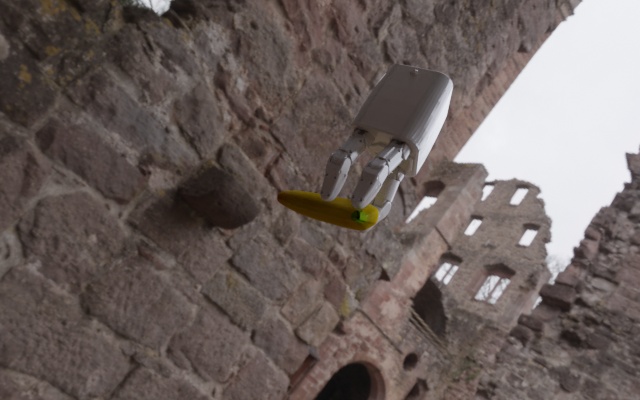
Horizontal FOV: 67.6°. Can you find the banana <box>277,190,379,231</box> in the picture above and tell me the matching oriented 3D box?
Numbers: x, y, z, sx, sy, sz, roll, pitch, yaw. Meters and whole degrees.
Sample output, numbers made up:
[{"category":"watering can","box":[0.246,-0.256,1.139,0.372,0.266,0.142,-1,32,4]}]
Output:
[{"category":"banana","box":[0.016,0.010,0.626,0.070,0.037,0.198,29,-10,-32]}]
